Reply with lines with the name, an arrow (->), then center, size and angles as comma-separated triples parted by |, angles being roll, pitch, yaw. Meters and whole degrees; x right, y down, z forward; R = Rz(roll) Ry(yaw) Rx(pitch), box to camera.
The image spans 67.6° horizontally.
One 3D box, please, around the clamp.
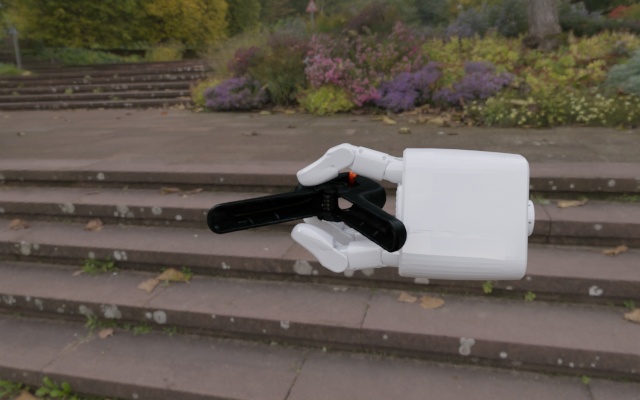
clamp -> 0.000, 0.001, 0.460 | 0.164, 0.036, 0.210 | 4, 14, 10
